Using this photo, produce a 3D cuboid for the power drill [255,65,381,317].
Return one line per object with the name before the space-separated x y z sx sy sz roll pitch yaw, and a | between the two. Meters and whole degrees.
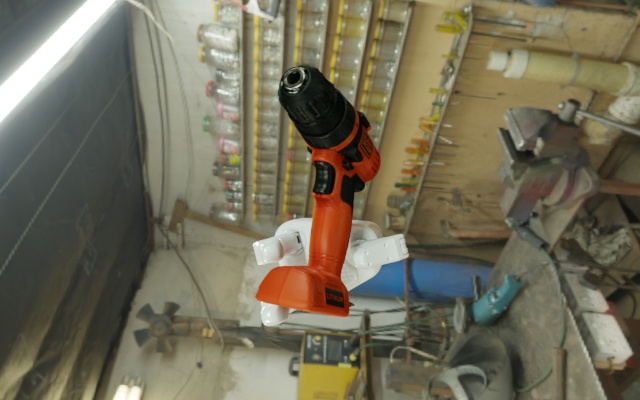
power drill | 0.000 0.002 0.415 0.057 0.187 0.184 7 -14 26
